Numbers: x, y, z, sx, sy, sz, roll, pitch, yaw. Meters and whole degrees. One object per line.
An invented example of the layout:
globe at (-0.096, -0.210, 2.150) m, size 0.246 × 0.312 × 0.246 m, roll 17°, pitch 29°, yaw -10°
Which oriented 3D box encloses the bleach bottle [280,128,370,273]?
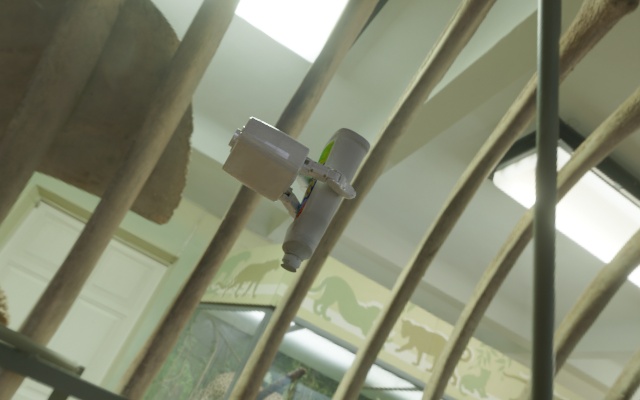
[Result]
bleach bottle at (0.000, 0.003, 0.800) m, size 0.068 × 0.250 × 0.102 m, roll 30°, pitch -27°, yaw -11°
